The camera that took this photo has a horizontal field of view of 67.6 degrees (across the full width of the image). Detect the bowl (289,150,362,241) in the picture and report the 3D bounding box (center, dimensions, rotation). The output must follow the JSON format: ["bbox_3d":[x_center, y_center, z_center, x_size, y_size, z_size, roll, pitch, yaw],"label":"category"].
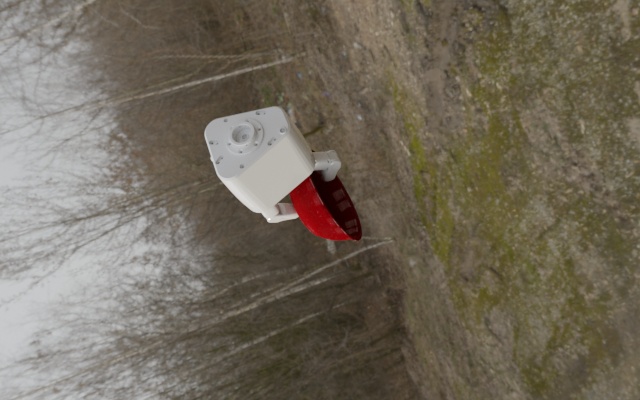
[{"bbox_3d":[0.000,0.003,0.741,0.055,0.162,0.162,-31,-10,17],"label":"bowl"}]
